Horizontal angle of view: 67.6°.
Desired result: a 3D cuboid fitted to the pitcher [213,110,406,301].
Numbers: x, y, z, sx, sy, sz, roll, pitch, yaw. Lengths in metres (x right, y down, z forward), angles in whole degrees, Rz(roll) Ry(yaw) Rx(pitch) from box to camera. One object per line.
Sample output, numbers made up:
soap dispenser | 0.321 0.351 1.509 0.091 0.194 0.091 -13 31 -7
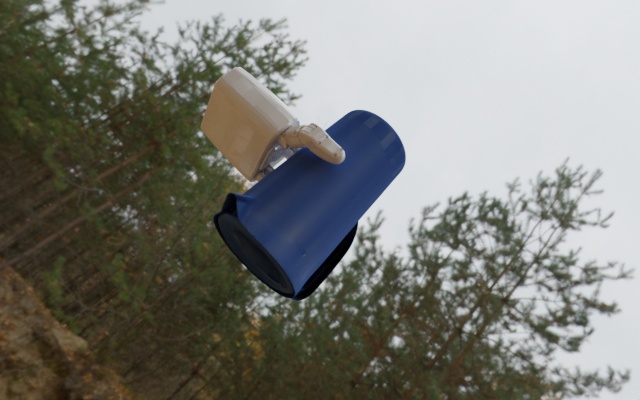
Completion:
pitcher | 0.000 0.002 0.606 0.242 0.145 0.149 -43 -7 -24
